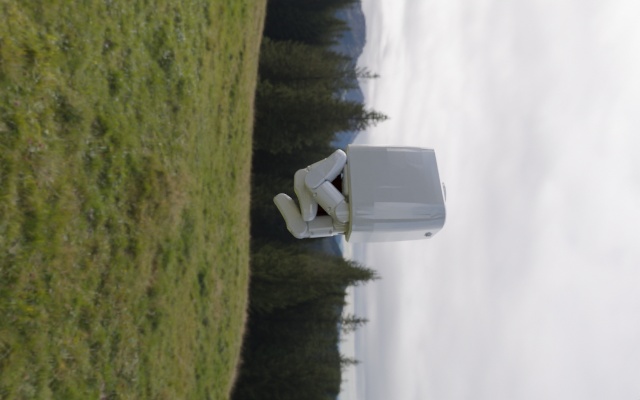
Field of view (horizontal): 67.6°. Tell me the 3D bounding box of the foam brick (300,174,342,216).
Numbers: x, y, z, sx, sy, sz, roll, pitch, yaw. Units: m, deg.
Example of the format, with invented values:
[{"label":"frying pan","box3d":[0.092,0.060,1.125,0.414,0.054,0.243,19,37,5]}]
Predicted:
[{"label":"foam brick","box3d":[0.000,0.002,0.611,0.051,0.053,0.078,-1,-16,-1]}]
